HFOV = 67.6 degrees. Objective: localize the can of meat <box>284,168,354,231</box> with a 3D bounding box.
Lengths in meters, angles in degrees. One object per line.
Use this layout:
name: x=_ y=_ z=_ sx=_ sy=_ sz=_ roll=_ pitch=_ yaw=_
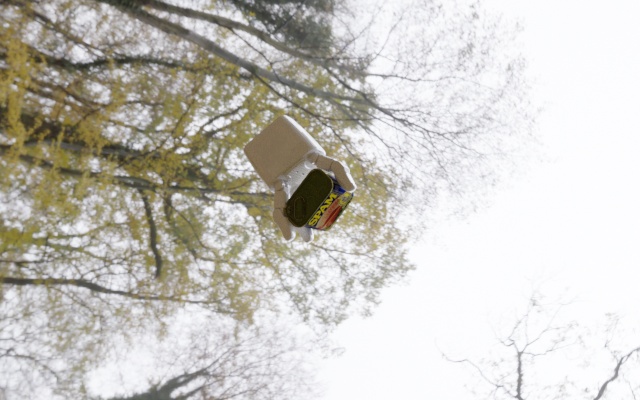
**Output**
can of meat: x=0.000 y=0.003 z=0.820 sx=0.057 sy=0.102 sz=0.084 roll=46 pitch=15 yaw=31
